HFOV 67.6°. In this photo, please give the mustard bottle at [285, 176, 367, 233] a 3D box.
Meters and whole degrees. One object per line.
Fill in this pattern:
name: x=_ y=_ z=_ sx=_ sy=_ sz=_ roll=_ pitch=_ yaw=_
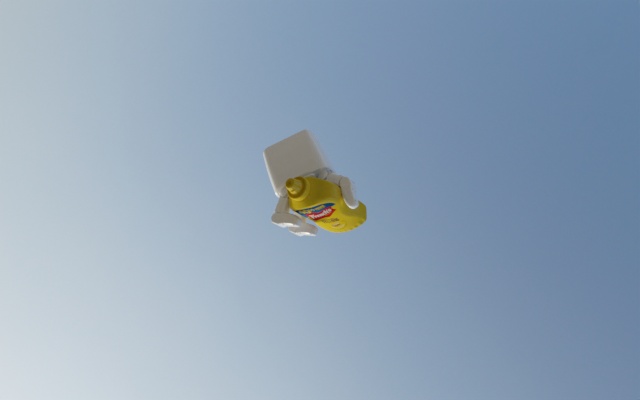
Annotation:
mustard bottle: x=0.000 y=0.003 z=0.856 sx=0.096 sy=0.058 sz=0.192 roll=-13 pitch=-27 yaw=30
